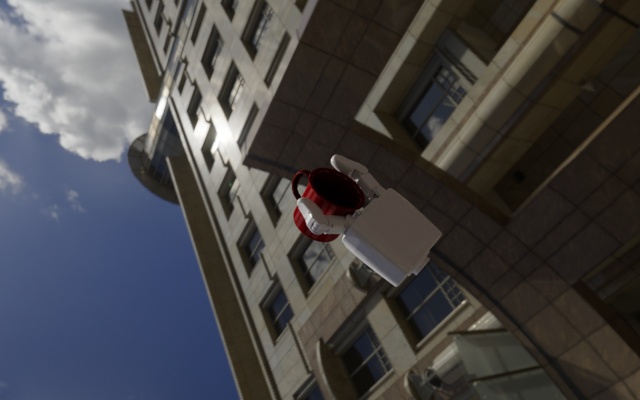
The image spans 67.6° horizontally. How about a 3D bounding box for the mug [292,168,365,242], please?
[{"bbox_3d":[-0.001,0.002,0.737,0.117,0.081,0.093,41,36,15],"label":"mug"}]
